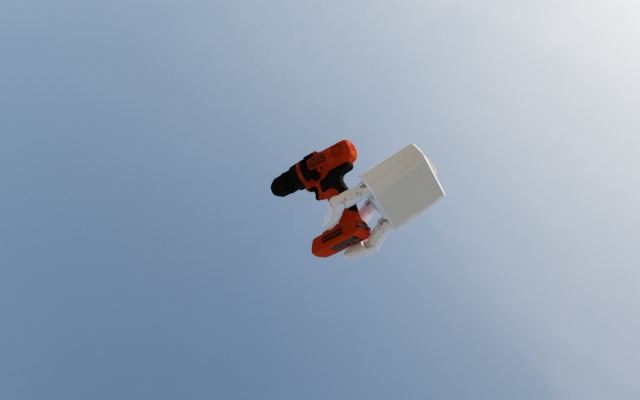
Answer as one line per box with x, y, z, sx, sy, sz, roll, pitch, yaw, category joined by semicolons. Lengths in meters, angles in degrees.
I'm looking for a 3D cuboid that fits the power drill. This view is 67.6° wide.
0.001;0.003;0.858;0.184;0.187;0.057;-28;-25;24;power drill
